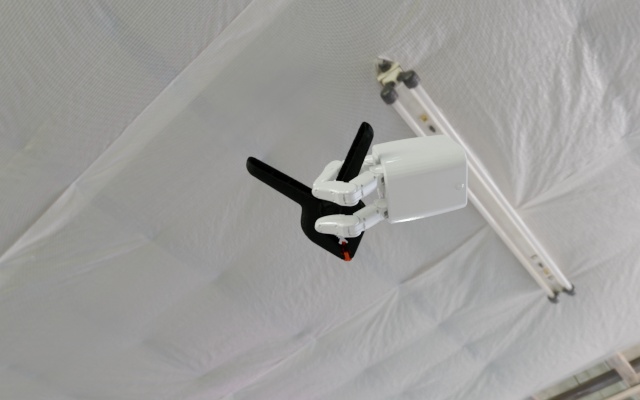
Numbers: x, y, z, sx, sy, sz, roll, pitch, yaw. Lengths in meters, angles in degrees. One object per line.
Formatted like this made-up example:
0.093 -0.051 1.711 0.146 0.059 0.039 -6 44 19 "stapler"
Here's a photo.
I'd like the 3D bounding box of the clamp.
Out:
0.000 0.002 0.646 0.164 0.210 0.036 -10 36 3 "clamp"
